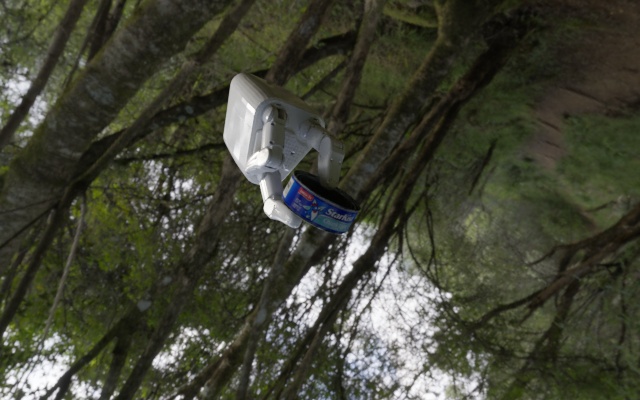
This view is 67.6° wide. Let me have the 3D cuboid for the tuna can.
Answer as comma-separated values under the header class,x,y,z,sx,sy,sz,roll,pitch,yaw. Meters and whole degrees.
class,x,y,z,sx,sy,sz,roll,pitch,yaw
tuna can,0.000,0.002,0.536,0.086,0.034,0.086,28,14,-7
